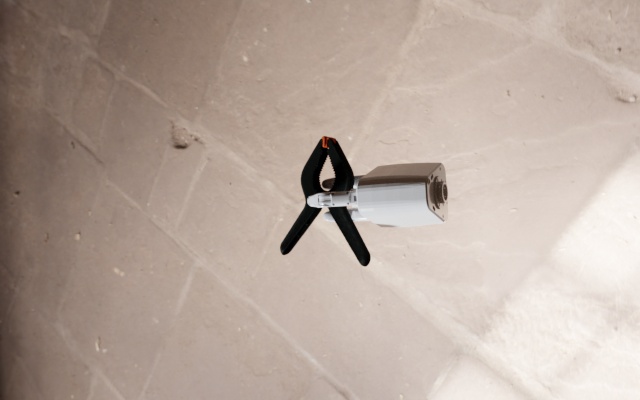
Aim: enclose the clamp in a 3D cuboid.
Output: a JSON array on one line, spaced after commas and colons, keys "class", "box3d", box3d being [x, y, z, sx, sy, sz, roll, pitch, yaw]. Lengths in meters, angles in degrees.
[{"class": "clamp", "box3d": [0.000, 0.002, 0.780, 0.164, 0.210, 0.036, -4, -1, 28]}]
